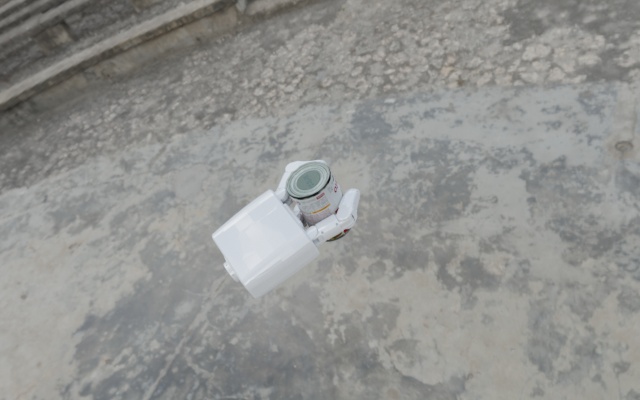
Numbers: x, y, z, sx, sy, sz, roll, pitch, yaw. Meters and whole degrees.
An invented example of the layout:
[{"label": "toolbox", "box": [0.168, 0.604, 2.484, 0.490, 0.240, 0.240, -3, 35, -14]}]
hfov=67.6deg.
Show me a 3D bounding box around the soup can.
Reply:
[{"label": "soup can", "box": [0.000, 0.002, 0.677, 0.068, 0.068, 0.102, 0, -39, 27]}]
